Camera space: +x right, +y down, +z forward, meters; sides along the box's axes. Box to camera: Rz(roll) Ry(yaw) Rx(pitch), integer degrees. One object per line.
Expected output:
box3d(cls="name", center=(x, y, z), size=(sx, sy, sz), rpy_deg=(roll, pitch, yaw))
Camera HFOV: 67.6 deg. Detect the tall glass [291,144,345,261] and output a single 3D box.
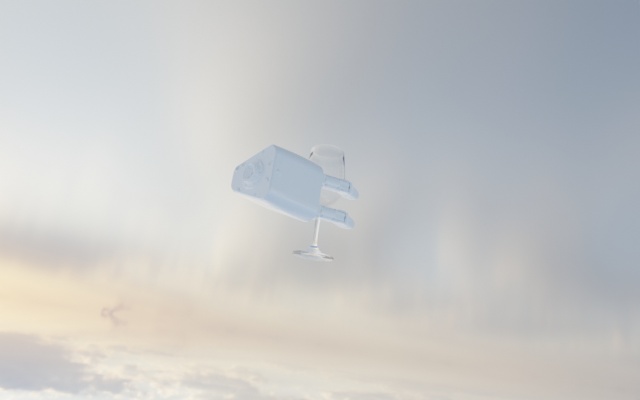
box3d(cls="tall glass", center=(0.000, 0.004, 0.855), size=(0.079, 0.201, 0.079), rpy_deg=(8, -17, 2))
